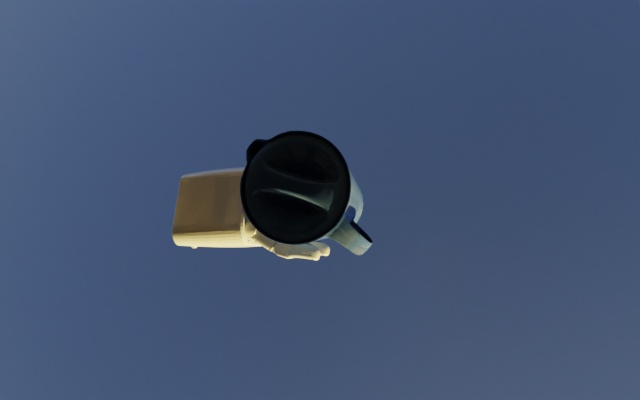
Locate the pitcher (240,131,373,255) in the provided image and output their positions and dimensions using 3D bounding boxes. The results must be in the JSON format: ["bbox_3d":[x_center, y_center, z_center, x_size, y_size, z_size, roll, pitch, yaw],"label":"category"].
[{"bbox_3d":[0.000,0.002,0.659,0.145,0.149,0.243,-5,-6,12],"label":"pitcher"}]
